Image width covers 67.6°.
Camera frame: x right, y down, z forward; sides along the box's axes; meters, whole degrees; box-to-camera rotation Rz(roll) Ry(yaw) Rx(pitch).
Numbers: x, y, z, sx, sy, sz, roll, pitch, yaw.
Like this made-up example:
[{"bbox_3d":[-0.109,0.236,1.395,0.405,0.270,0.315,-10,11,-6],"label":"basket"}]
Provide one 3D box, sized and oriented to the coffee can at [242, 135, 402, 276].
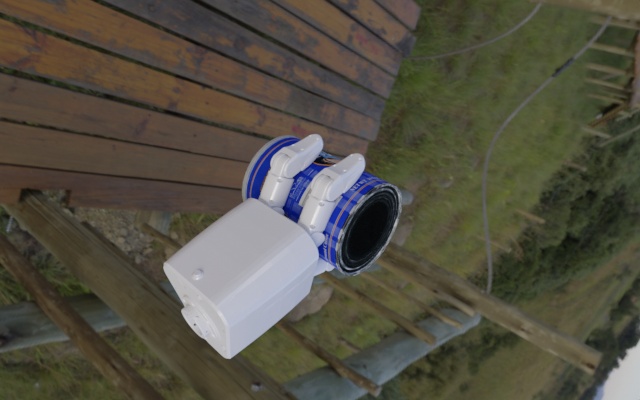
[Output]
[{"bbox_3d":[0.000,0.002,0.511,0.140,0.103,0.103,29,17,33],"label":"coffee can"}]
